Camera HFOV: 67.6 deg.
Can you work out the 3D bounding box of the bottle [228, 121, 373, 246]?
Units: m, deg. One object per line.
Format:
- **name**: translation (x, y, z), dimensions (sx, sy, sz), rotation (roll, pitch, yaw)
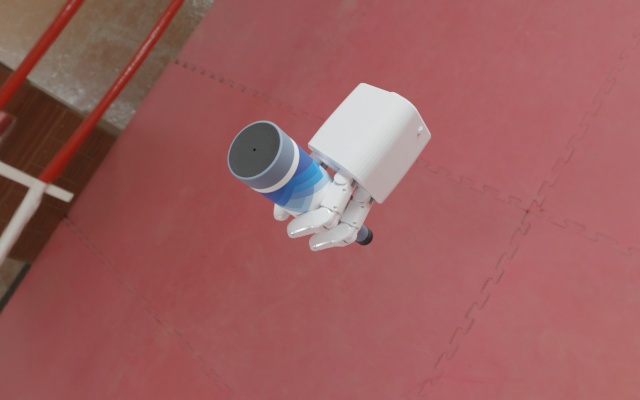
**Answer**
- **bottle**: translation (0.000, 0.002, 0.598), dimensions (0.069, 0.069, 0.296), rotation (0, -21, 29)
